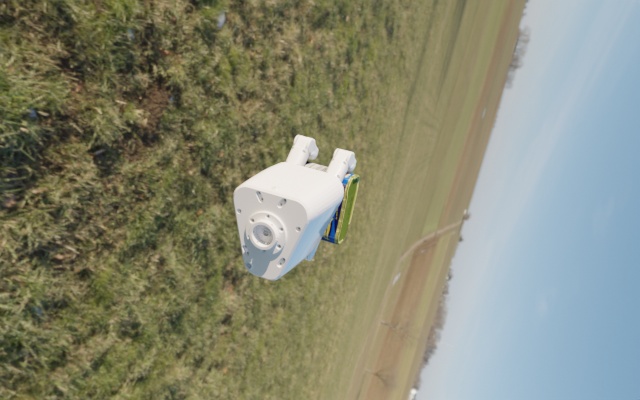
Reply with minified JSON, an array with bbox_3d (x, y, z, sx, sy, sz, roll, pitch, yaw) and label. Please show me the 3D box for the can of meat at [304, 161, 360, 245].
[{"bbox_3d":[0.000,0.002,0.650,0.084,0.102,0.057,16,19,16],"label":"can of meat"}]
